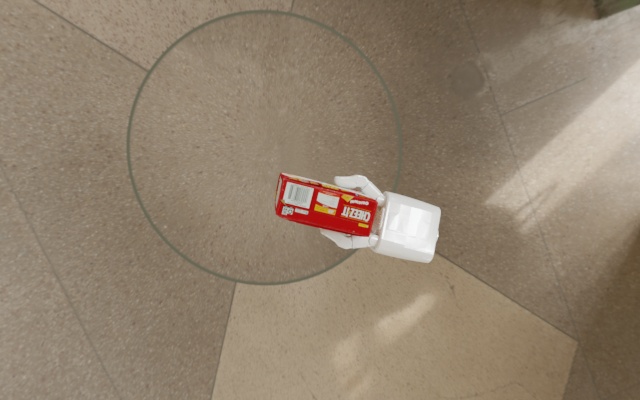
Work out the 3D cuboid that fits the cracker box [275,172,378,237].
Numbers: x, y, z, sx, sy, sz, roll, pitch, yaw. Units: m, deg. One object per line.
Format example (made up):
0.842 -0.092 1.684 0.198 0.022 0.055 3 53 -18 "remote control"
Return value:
0.000 0.003 0.880 0.164 0.072 0.213 13 4 -7 "cracker box"
